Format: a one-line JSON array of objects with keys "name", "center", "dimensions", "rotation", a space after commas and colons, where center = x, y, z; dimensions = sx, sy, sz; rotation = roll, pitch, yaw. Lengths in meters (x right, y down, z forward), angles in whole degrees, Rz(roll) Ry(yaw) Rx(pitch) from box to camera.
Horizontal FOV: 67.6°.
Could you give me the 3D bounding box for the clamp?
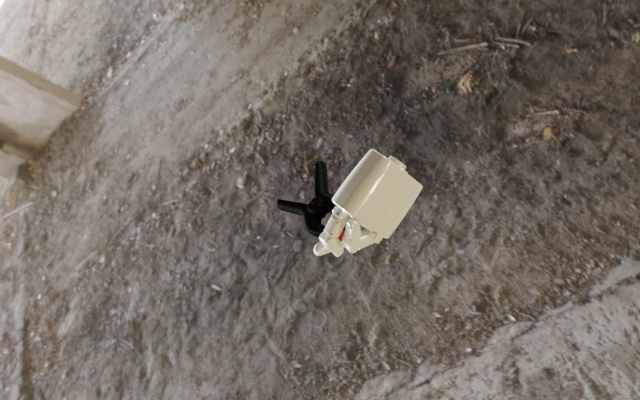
[{"name": "clamp", "center": [0.000, 0.003, 0.848], "dimensions": [0.171, 0.120, 0.039], "rotation": [40, 6, 41]}]
